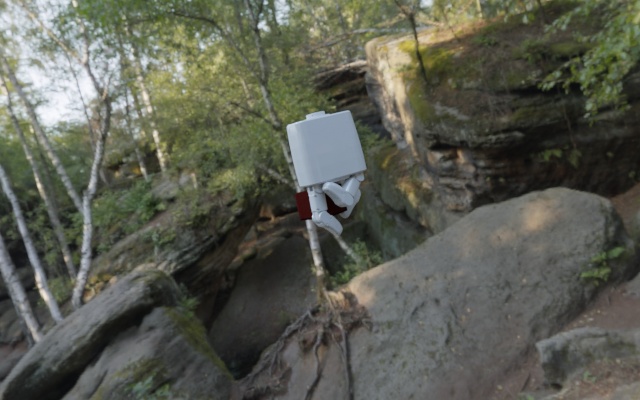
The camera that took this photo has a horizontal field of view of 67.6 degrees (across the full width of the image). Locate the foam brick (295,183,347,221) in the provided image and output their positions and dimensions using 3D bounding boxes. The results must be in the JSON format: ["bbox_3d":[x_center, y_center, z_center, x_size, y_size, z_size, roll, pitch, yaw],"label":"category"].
[{"bbox_3d":[0.000,0.003,0.852,0.053,0.051,0.078,-20,8,-39],"label":"foam brick"}]
